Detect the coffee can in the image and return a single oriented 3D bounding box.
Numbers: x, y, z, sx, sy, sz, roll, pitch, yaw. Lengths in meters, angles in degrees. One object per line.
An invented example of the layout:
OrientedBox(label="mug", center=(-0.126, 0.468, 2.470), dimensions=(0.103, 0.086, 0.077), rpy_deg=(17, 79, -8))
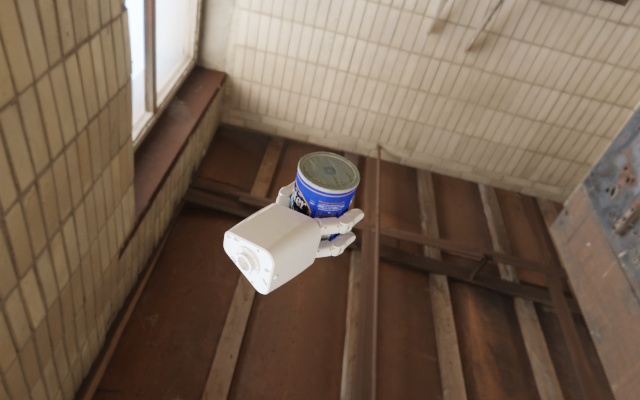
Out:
OrientedBox(label="coffee can", center=(0.000, 0.002, 0.815), dimensions=(0.103, 0.140, 0.102), rpy_deg=(9, 40, -8))
